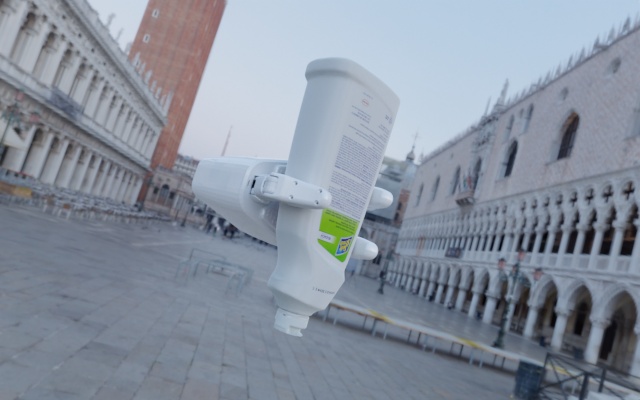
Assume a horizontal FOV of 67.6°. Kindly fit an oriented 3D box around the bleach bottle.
[{"bbox_3d":[0.000,0.001,0.455,0.068,0.251,0.102,11,-9,46],"label":"bleach bottle"}]
